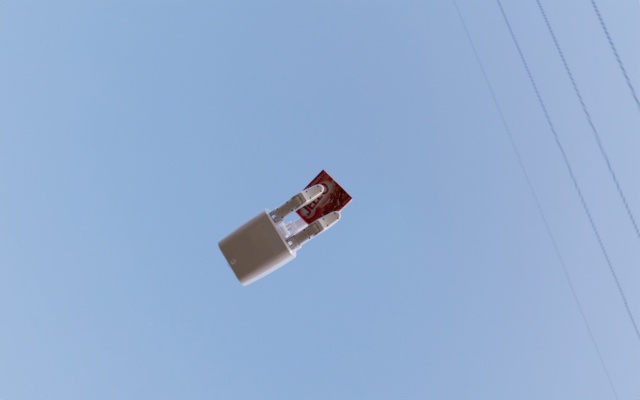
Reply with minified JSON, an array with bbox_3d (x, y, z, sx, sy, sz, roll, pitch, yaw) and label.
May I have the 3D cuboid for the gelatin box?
[{"bbox_3d":[0.000,0.003,0.836,0.073,0.089,0.030,45,-3,6],"label":"gelatin box"}]
